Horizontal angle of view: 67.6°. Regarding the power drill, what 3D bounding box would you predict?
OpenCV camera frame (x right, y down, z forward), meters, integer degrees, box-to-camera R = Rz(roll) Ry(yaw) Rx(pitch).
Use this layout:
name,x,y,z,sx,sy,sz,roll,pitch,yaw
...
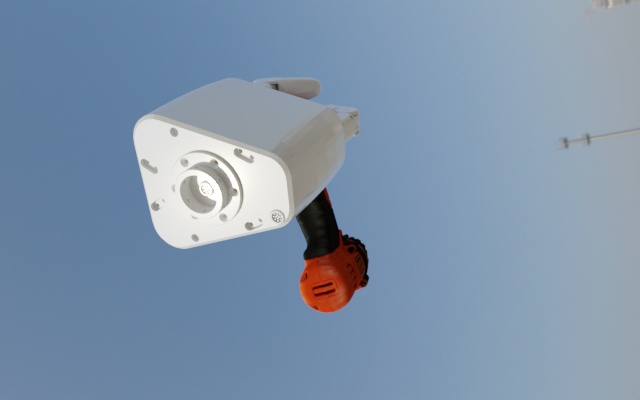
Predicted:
name,x,y,z,sx,sy,sz,roll,pitch,yaw
power drill,0.000,0.001,0.471,0.057,0.187,0.184,-19,0,10
